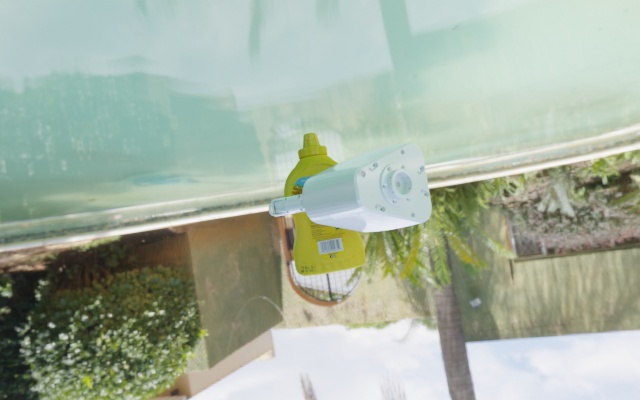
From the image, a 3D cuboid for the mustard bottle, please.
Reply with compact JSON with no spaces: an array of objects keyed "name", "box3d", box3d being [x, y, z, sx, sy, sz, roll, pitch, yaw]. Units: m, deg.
[{"name":"mustard bottle","box3d":[0.000,0.002,0.657,0.096,0.191,0.058,-9,-2,-8]}]
